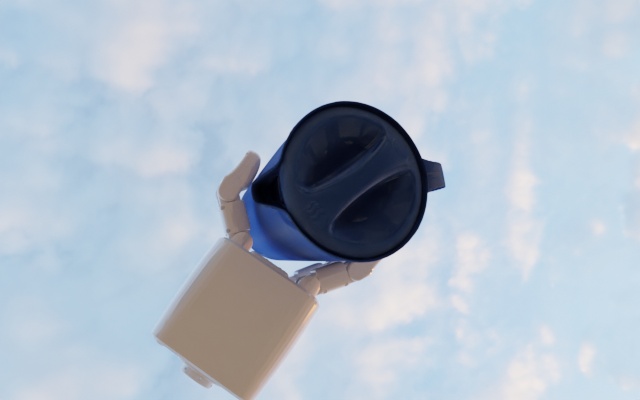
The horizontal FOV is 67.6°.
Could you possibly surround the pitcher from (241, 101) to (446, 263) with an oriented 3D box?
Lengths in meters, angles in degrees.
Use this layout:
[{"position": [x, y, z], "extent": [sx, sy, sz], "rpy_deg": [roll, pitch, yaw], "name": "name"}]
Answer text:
[{"position": [0.000, 0.002, 0.493], "extent": [0.149, 0.145, 0.243], "rpy_deg": [38, -20, -11], "name": "pitcher"}]
